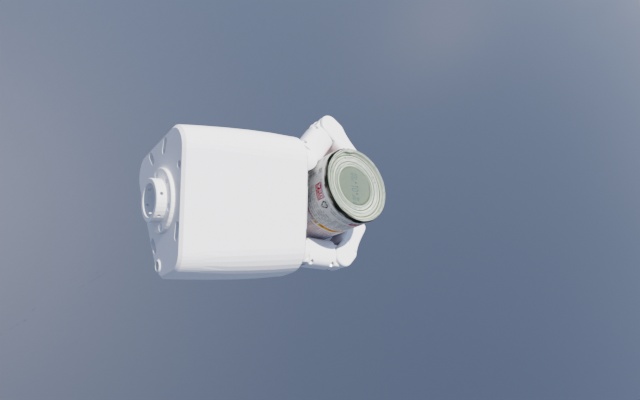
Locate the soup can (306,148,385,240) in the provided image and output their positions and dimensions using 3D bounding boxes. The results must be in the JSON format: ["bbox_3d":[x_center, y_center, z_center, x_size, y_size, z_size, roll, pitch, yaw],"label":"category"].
[{"bbox_3d":[0.001,0.001,0.435,0.068,0.068,0.102,0,-18,-40],"label":"soup can"}]
